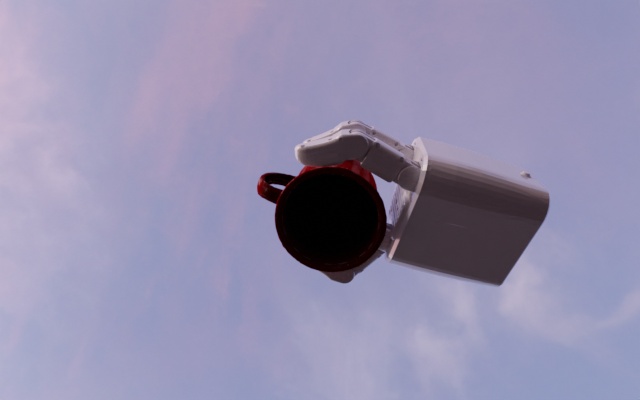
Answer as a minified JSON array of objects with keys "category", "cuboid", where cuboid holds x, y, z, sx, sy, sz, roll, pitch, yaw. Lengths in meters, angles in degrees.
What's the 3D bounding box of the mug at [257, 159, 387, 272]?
[{"category":"mug","cuboid":[-0.001,0.001,0.430,0.117,0.093,0.081,17,19,0]}]
